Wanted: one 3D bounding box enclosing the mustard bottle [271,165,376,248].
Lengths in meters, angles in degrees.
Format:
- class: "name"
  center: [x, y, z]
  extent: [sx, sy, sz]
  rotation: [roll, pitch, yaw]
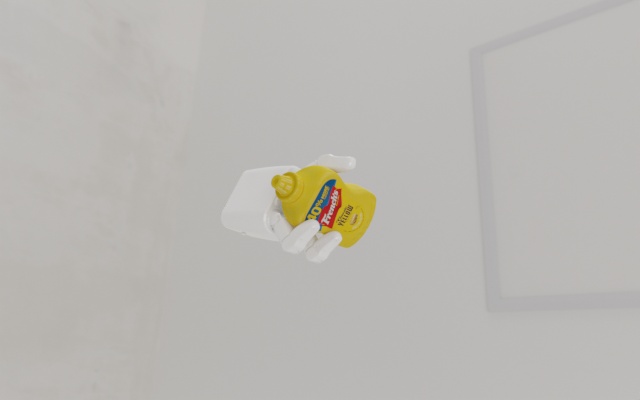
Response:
- class: "mustard bottle"
  center: [0.001, 0.002, 0.683]
  extent: [0.058, 0.096, 0.192]
  rotation: [33, 5, 42]
